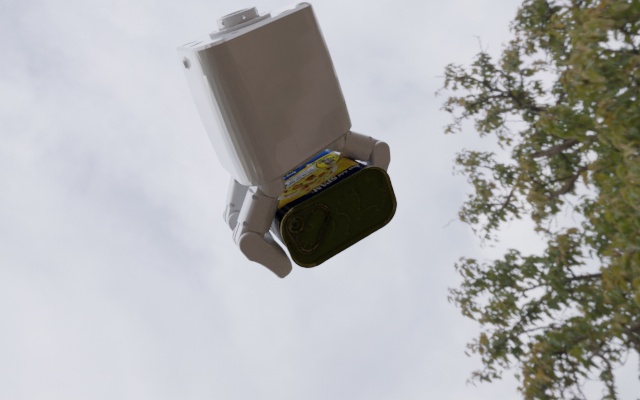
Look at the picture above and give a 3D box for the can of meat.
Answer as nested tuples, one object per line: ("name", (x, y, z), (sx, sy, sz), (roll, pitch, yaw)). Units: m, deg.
("can of meat", (0.000, 0.001, 0.417), (0.102, 0.057, 0.084), (-29, 28, -14))
